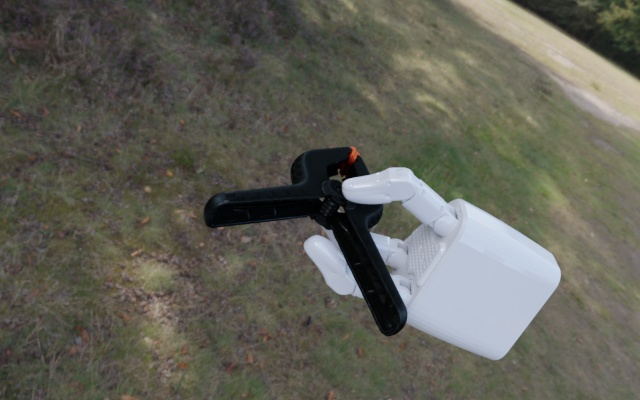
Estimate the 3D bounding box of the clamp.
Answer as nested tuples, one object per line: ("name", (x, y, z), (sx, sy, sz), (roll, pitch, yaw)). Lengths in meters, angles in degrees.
("clamp", (0.001, 0.001, 0.408), (0.164, 0.036, 0.209), (30, 31, -12))
